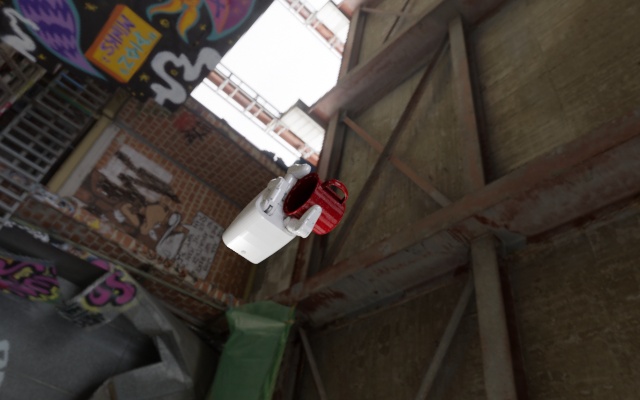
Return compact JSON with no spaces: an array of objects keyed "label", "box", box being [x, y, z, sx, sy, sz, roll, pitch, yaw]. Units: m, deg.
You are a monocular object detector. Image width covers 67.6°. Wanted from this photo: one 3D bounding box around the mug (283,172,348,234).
[{"label":"mug","box":[0.001,0.002,0.877,0.117,0.093,0.081,-36,-60,28]}]
